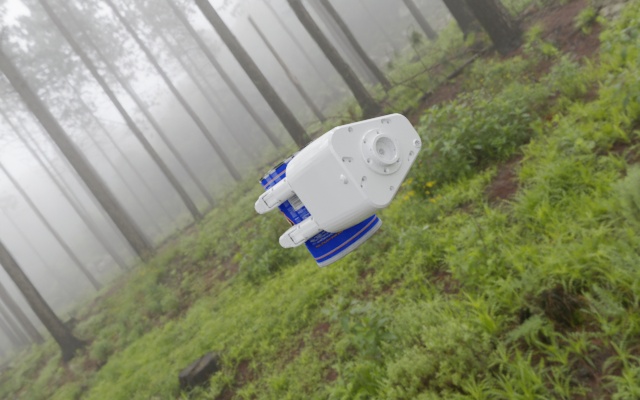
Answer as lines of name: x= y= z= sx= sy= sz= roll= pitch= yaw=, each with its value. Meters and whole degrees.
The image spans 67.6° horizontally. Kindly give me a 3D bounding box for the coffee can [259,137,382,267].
coffee can: x=0.000 y=0.002 z=0.633 sx=0.103 sy=0.140 sz=0.103 roll=-35 pitch=3 yaw=2
